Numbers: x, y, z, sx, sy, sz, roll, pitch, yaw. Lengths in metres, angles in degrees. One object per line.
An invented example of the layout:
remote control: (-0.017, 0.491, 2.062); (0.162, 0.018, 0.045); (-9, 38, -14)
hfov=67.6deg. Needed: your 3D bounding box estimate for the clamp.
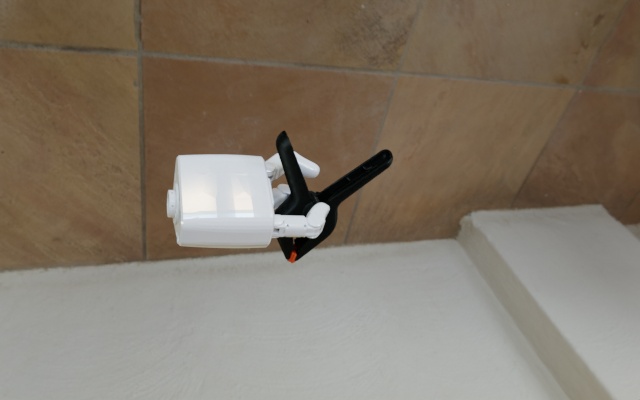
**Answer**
clamp: (0.000, 0.003, 0.652); (0.164, 0.210, 0.036); (1, 39, -22)
